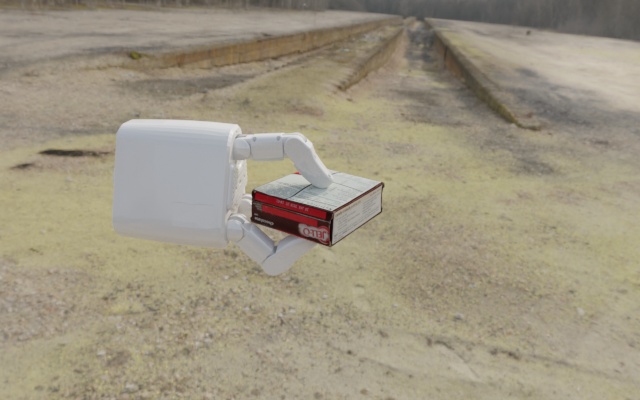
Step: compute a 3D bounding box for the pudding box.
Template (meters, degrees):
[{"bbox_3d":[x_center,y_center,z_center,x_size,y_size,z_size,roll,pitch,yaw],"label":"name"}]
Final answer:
[{"bbox_3d":[0.000,0.001,0.470,0.090,0.039,0.113,16,25,28],"label":"pudding box"}]
